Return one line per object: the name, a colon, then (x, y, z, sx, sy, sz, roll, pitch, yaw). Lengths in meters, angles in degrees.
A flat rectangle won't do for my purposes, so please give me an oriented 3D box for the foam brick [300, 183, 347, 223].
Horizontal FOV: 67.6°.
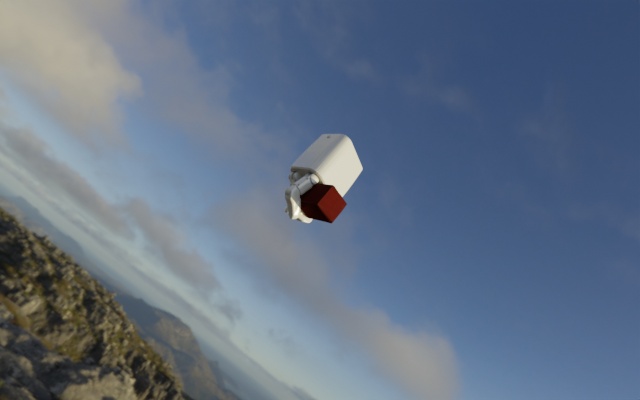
foam brick: (0.000, 0.003, 0.899, 0.051, 0.053, 0.078, -48, 31, -21)
